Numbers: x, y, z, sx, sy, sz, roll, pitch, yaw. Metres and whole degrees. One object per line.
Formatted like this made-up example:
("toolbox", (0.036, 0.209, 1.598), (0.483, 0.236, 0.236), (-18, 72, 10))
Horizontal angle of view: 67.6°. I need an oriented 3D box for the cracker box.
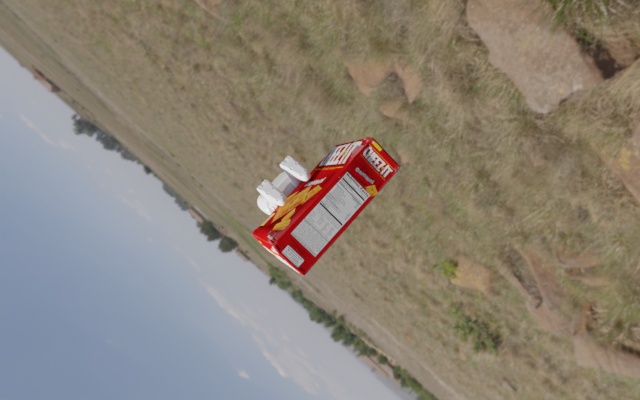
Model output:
("cracker box", (0.000, 0.003, 0.738), (0.072, 0.213, 0.164), (45, -10, -14))
